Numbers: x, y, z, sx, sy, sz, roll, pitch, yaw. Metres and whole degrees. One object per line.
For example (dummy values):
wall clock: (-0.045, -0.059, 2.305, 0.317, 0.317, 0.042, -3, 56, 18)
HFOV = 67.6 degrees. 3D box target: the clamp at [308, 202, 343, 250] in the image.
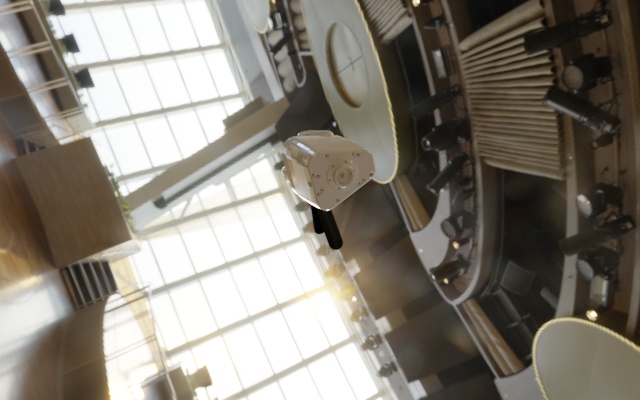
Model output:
clamp: (0.001, 0.002, 0.831, 0.039, 0.171, 0.120, -22, 25, -16)
